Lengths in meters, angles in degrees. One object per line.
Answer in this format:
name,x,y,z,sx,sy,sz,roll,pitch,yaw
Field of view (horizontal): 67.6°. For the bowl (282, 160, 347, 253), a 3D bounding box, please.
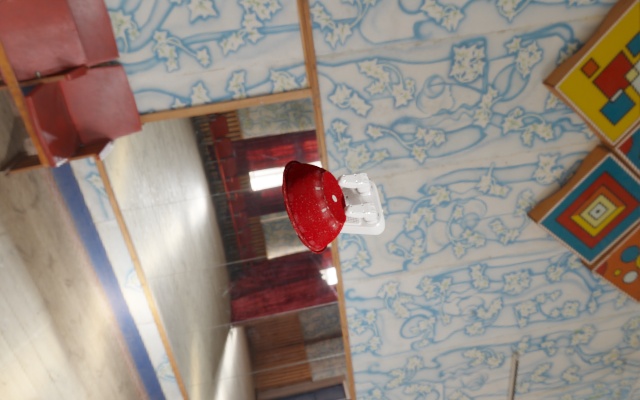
bowl,0.000,0.003,0.788,0.055,0.162,0.162,-18,-7,22
